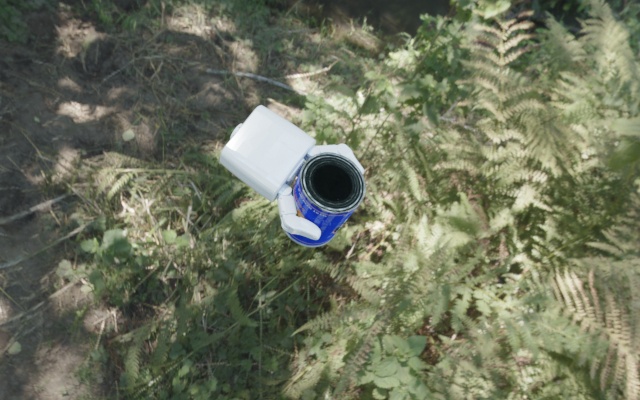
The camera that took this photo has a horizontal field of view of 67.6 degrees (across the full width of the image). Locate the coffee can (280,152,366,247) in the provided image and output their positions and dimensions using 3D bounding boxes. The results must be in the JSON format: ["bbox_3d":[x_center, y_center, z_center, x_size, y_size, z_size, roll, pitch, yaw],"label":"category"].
[{"bbox_3d":[0.000,0.003,0.762,0.103,0.102,0.140,0,-26,-18],"label":"coffee can"}]
